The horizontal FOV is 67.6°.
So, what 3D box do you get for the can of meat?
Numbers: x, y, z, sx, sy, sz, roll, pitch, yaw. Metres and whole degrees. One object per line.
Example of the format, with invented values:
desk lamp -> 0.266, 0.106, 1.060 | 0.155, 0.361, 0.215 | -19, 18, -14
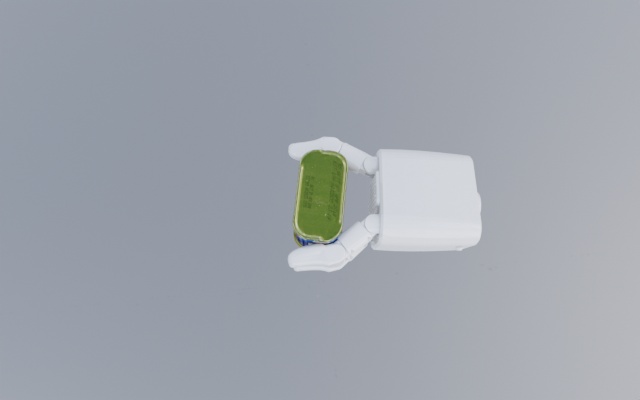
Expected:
can of meat -> 0.000, 0.002, 0.528 | 0.057, 0.102, 0.084 | 5, -11, 0
